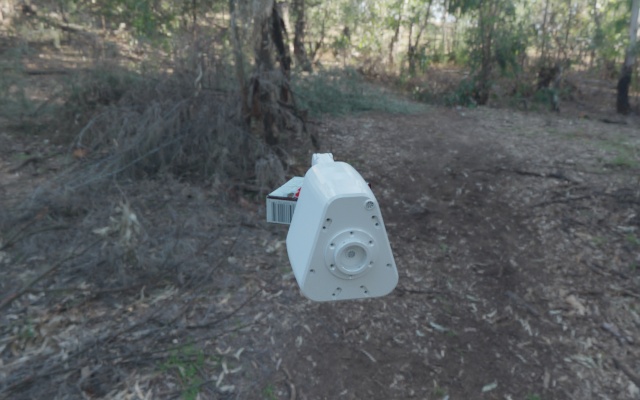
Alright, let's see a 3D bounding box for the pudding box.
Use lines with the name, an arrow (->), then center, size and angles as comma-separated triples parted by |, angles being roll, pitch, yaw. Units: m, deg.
pudding box -> 0.000, 0.002, 0.598 | 0.113, 0.039, 0.090 | 7, 20, 18
